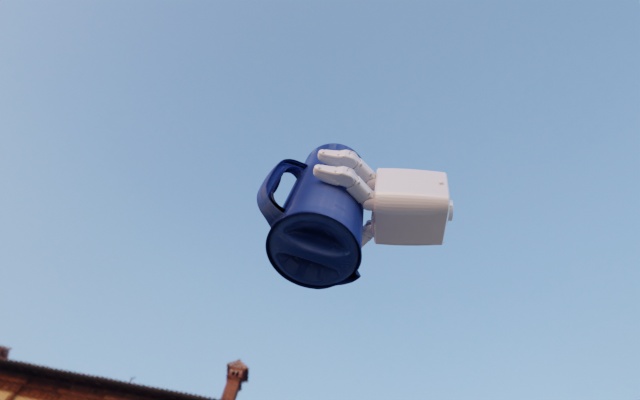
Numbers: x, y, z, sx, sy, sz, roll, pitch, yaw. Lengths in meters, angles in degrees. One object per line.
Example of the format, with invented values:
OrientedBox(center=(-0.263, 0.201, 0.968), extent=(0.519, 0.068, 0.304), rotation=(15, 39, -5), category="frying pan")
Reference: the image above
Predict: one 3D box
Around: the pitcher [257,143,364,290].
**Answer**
OrientedBox(center=(0.000, 0.002, 0.736), extent=(0.145, 0.149, 0.242), rotation=(2, 33, 9), category="pitcher")
